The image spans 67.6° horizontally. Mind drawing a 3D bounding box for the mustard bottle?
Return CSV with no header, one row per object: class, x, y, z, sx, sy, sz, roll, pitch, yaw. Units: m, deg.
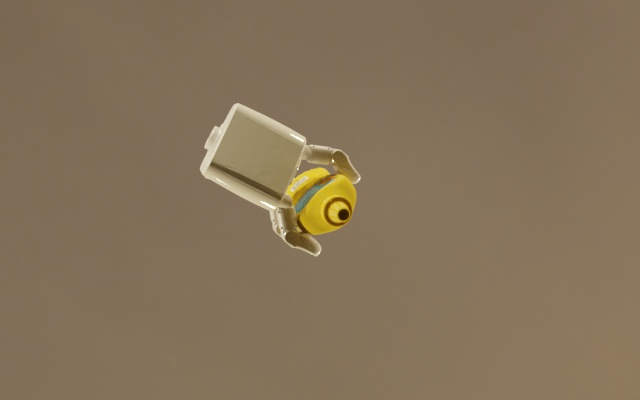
mustard bottle,0.000,0.002,0.678,0.096,0.058,0.191,-41,18,-7
